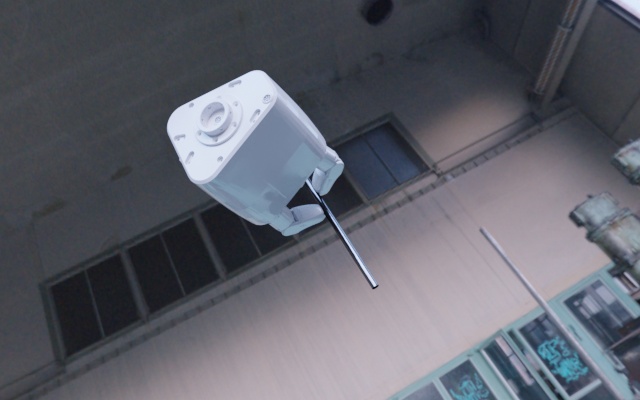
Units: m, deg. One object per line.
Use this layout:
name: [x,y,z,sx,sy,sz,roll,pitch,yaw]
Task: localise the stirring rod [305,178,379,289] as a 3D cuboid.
stirring rod: [0.000,0.002,0.551,0.011,0.239,0.011,-24,-31,-15]
